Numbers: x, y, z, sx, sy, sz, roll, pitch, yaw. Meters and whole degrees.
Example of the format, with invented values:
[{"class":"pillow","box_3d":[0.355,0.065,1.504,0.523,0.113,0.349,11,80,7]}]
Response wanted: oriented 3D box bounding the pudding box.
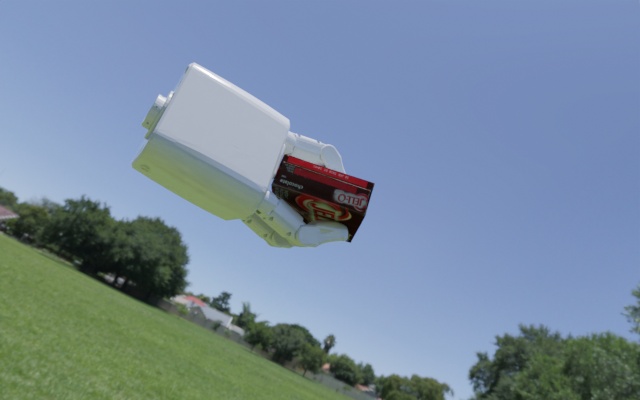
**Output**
[{"class":"pudding box","box_3d":[0.000,0.001,0.481,0.090,0.039,0.113,19,-16,3]}]
